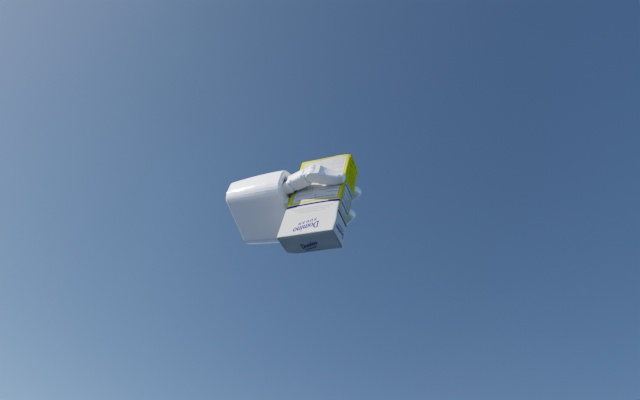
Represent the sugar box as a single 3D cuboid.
[{"bbox_3d":[0.000,0.003,0.750,0.093,0.176,0.048,-9,-48,24],"label":"sugar box"}]
